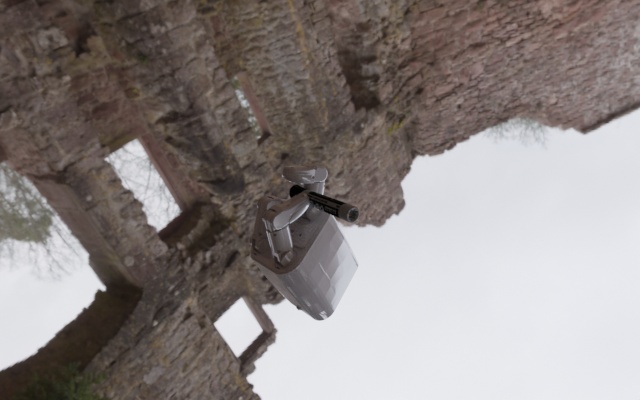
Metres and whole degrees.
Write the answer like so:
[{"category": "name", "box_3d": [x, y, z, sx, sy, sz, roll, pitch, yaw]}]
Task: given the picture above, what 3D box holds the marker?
[{"category": "marker", "box_3d": [0.000, 0.002, 0.563, 0.020, 0.020, 0.121, 0, 13, -37]}]
